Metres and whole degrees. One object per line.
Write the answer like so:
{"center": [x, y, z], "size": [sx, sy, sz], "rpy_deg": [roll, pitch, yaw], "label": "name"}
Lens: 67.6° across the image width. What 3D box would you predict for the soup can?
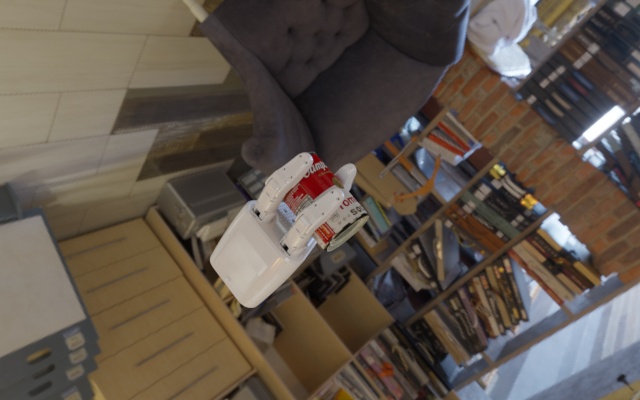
{"center": [0.001, 0.002, 0.568], "size": [0.068, 0.102, 0.068], "rpy_deg": [-38, -14, -11], "label": "soup can"}
